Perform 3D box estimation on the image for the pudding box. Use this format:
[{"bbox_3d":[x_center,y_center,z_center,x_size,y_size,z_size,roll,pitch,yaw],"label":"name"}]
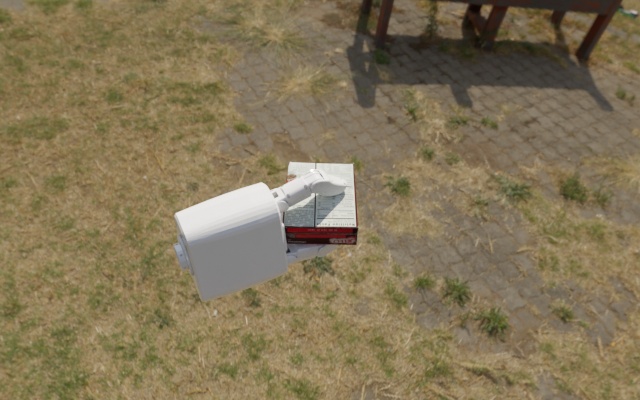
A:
[{"bbox_3d":[0.000,0.002,0.594,0.090,0.113,0.039,2,-40,-1],"label":"pudding box"}]
